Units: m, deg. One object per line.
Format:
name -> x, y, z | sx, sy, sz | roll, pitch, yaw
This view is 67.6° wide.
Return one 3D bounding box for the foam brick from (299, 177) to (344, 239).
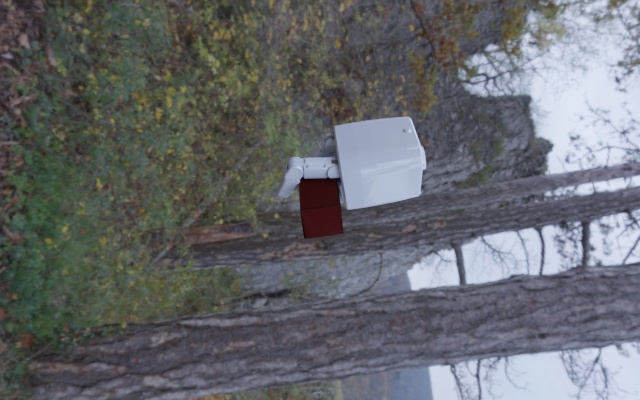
foam brick -> 0.000, 0.002, 0.618 | 0.051, 0.053, 0.078 | -6, 43, 1
